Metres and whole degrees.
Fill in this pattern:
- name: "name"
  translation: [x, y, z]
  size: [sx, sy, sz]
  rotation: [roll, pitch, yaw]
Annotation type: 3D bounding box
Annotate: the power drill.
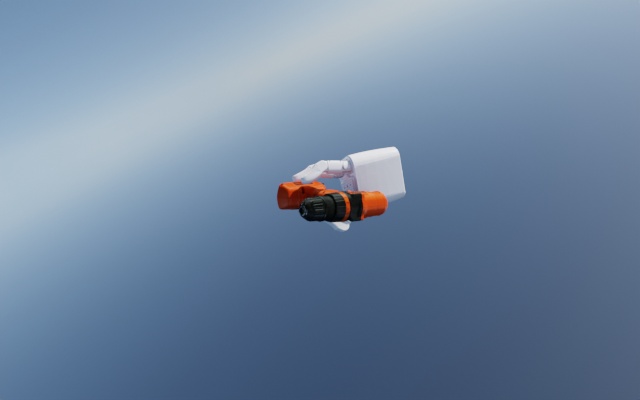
- name: "power drill"
  translation: [0.000, 0.003, 0.877]
  size: [0.184, 0.057, 0.187]
  rotation: [-2, 10, -38]
